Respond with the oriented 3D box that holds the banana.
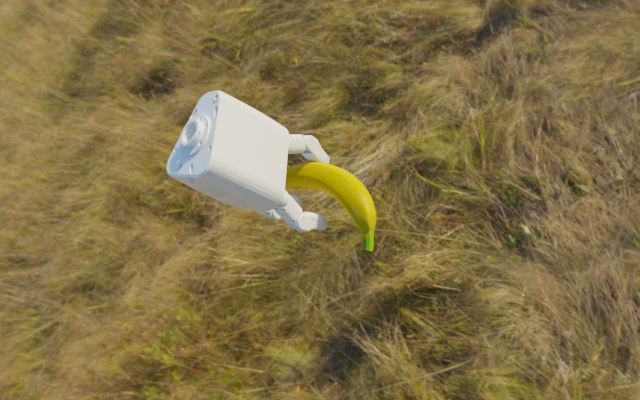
[{"bbox_3d":[0.011,-0.012,0.622,0.037,0.069,0.197,22,12,-45],"label":"banana"}]
